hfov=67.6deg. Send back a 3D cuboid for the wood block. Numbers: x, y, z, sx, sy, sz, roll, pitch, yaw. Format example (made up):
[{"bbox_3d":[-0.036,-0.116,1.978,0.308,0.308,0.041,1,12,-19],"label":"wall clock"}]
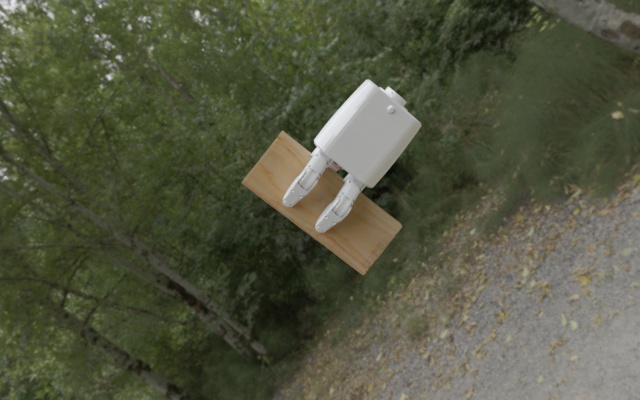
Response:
[{"bbox_3d":[0.000,0.002,0.674,0.206,0.090,0.091,38,1,-8],"label":"wood block"}]
